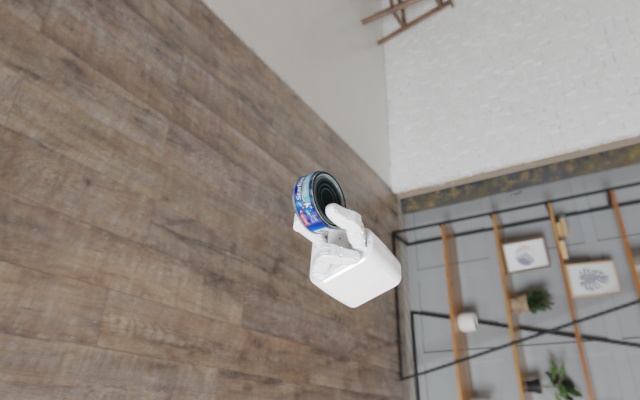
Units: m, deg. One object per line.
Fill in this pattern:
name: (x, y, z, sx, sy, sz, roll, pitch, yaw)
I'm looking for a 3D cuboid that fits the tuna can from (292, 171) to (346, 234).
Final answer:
tuna can: (0.001, 0.002, 0.671, 0.034, 0.086, 0.086, -19, -10, 33)
